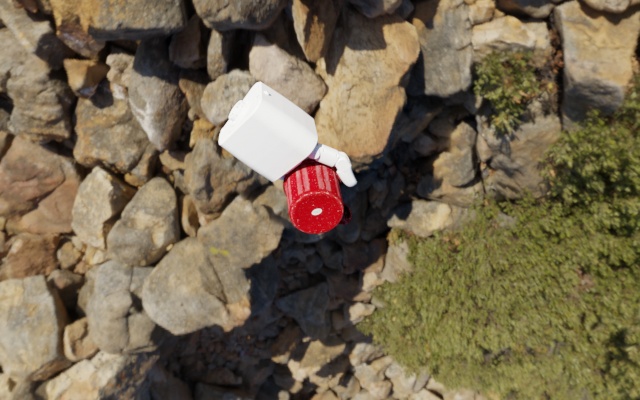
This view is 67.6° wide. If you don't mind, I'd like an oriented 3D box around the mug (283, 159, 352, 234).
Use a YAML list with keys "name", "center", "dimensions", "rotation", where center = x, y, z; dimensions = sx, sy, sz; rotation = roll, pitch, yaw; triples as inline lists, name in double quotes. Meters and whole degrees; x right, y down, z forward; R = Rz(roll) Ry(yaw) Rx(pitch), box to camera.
- name: "mug"
  center: [0.001, 0.003, 0.731]
  dimensions: [0.117, 0.093, 0.081]
  rotation: [32, 26, -26]
